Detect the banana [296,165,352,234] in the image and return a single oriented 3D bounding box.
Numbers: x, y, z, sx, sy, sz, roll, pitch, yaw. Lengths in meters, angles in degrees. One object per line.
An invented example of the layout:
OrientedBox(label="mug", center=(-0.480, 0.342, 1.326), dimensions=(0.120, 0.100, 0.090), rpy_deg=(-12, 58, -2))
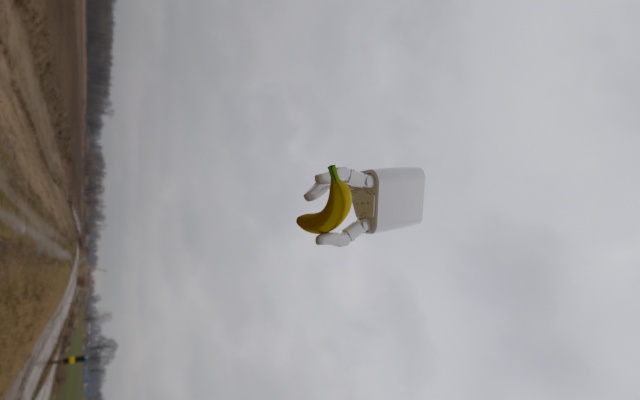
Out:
OrientedBox(label="banana", center=(0.009, 0.017, 0.778), dimensions=(0.037, 0.069, 0.198), rpy_deg=(-15, -21, -27))
